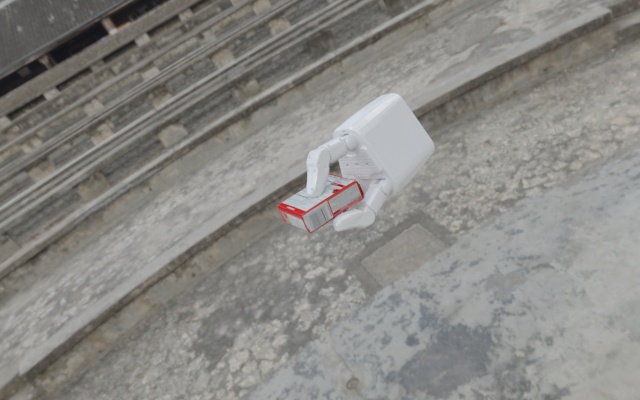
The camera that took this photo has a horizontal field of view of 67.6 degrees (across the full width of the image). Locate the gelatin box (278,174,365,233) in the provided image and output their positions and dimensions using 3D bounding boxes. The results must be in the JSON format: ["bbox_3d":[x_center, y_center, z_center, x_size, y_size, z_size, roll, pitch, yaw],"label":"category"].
[{"bbox_3d":[0.000,0.002,0.609,0.089,0.030,0.073,-32,23,-21],"label":"gelatin box"}]
